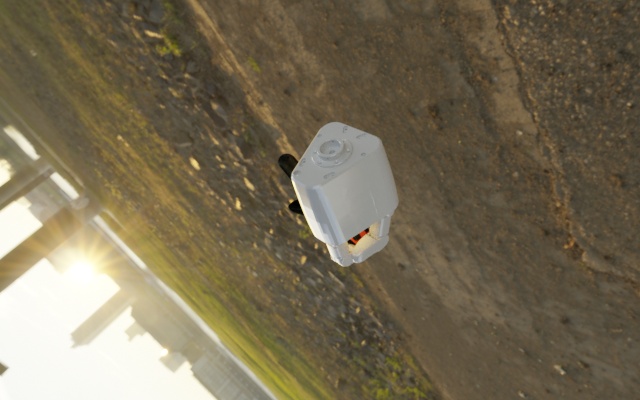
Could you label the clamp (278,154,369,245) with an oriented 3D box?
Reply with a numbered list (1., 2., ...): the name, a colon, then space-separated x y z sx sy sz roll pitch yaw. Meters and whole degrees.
1. clamp: 0.000 0.003 0.688 0.171 0.039 0.120 28 -26 37
